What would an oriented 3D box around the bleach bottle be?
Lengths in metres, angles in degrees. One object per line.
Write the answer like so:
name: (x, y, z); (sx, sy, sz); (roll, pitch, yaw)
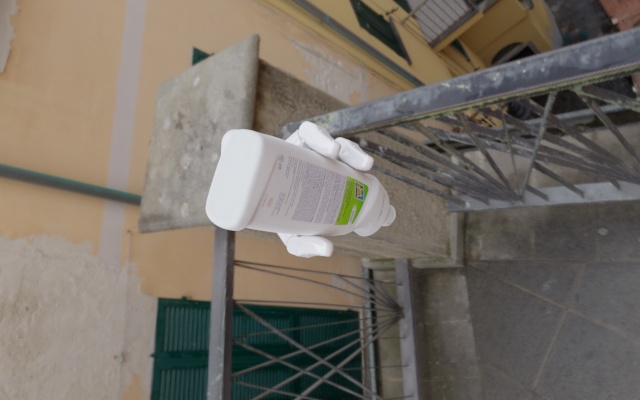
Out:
bleach bottle: (0.000, 0.002, 0.546); (0.251, 0.102, 0.068); (17, 2, -44)
